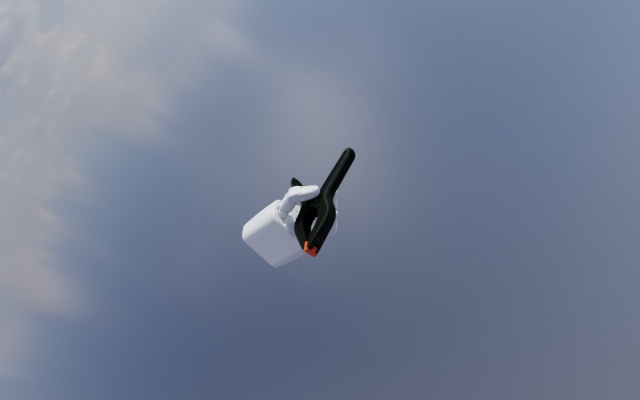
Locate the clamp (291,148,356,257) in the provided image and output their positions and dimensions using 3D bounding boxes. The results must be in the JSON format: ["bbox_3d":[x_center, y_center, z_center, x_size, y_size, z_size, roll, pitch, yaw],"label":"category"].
[{"bbox_3d":[-0.001,0.003,0.878,0.164,0.209,0.036,-32,-51,33],"label":"clamp"}]
